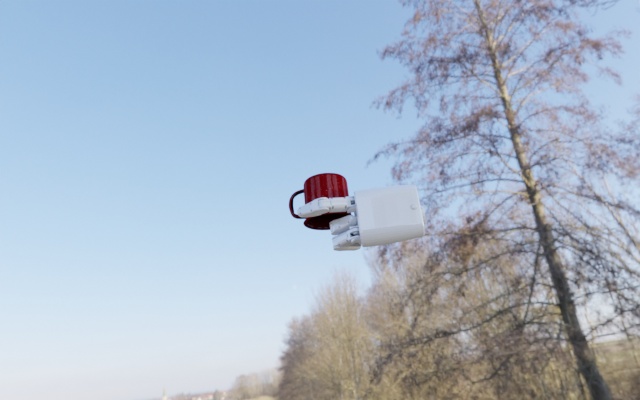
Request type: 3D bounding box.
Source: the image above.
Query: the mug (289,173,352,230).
[{"bbox_3d":[-0.001,0.003,0.872,0.117,0.081,0.093,-7,-22,4],"label":"mug"}]
